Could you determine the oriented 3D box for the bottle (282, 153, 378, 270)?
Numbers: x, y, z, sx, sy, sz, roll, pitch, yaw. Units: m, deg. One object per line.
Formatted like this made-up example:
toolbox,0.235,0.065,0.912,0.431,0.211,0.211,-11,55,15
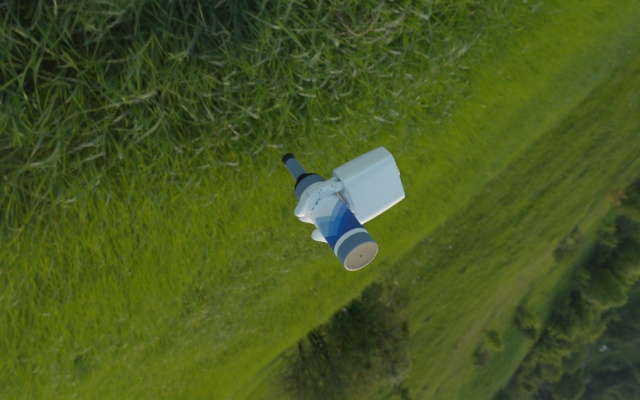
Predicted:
bottle,0.000,0.003,0.888,0.069,0.069,0.295,0,38,-36
